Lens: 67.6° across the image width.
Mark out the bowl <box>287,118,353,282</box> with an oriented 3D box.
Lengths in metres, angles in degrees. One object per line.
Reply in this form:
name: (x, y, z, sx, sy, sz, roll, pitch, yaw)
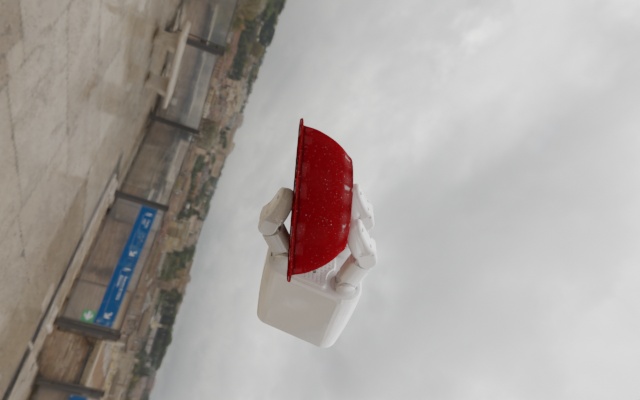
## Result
bowl: (0.001, 0.001, 0.473, 0.055, 0.162, 0.162, 4, 0, -2)
